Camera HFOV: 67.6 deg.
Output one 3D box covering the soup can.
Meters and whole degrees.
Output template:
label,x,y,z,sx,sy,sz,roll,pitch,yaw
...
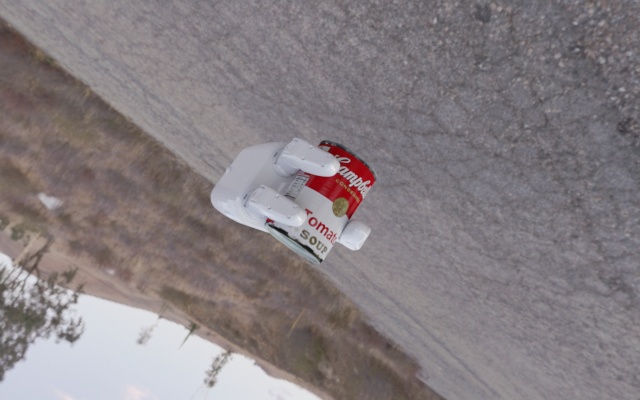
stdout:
label,x,y,z,sx,sy,sz,roll,pitch,yaw
soup can,0.000,0.002,0.465,0.068,0.102,0.068,32,-13,8
